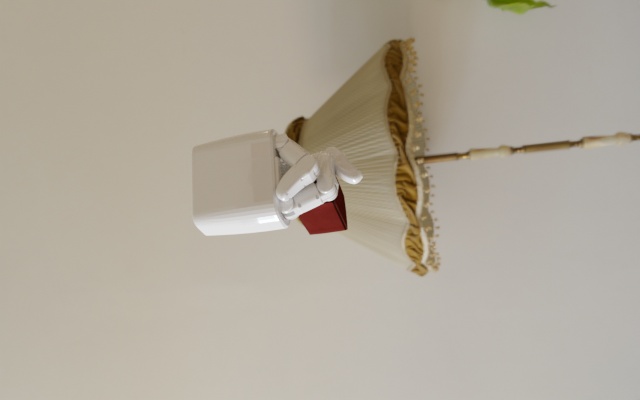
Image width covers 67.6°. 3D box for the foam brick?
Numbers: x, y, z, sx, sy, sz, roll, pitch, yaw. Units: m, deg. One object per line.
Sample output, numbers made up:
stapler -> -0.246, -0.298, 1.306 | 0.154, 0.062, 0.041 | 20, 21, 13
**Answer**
foam brick -> 0.000, 0.002, 0.605 | 0.051, 0.053, 0.078 | -10, -32, 11
